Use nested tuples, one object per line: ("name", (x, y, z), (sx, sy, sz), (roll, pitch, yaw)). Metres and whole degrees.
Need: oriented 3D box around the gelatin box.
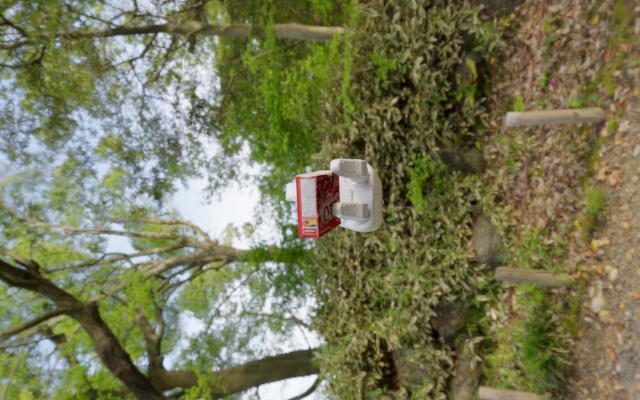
("gelatin box", (0.000, 0.002, 0.589), (0.030, 0.073, 0.089), (1, 8, 20))
